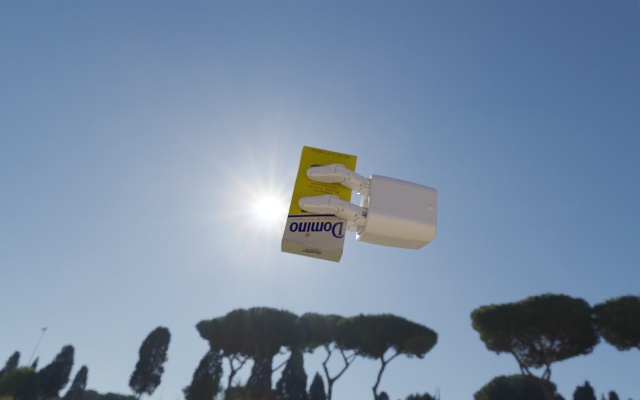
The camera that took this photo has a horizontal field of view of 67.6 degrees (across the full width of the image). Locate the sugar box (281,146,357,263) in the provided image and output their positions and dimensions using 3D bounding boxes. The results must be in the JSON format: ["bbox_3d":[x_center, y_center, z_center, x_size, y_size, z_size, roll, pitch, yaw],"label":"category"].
[{"bbox_3d":[0.000,0.002,0.745,0.093,0.176,0.048,10,-33,0],"label":"sugar box"}]
